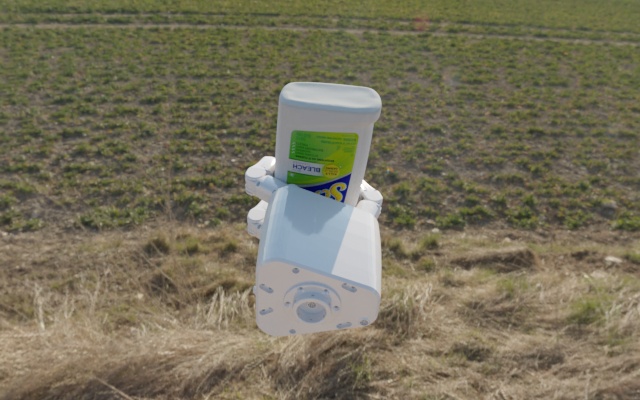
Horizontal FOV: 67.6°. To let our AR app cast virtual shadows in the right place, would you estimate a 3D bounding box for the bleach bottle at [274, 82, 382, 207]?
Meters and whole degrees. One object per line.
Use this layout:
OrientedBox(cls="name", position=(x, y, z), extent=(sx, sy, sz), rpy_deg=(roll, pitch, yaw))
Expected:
OrientedBox(cls="bleach bottle", position=(0.000, 0.002, 0.527), extent=(0.102, 0.251, 0.068), rpy_deg=(5, 34, 1))
